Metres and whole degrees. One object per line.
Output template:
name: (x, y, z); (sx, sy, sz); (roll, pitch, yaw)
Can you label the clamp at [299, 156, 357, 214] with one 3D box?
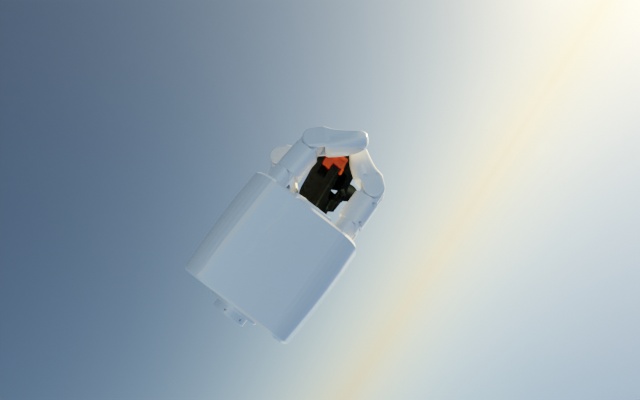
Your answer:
clamp: (0.001, 0.002, 0.524); (0.039, 0.120, 0.171); (33, -16, 15)
